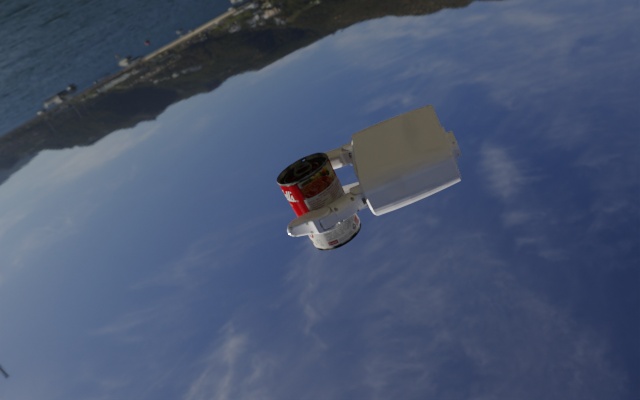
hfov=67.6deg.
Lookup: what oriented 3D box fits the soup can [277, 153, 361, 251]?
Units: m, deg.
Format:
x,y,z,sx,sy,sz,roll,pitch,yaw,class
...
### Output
x,y,z,sx,sy,sz,roll,pitch,yaw,class
0.000,0.002,0.586,0.068,0.102,0.068,-24,24,11,soup can
